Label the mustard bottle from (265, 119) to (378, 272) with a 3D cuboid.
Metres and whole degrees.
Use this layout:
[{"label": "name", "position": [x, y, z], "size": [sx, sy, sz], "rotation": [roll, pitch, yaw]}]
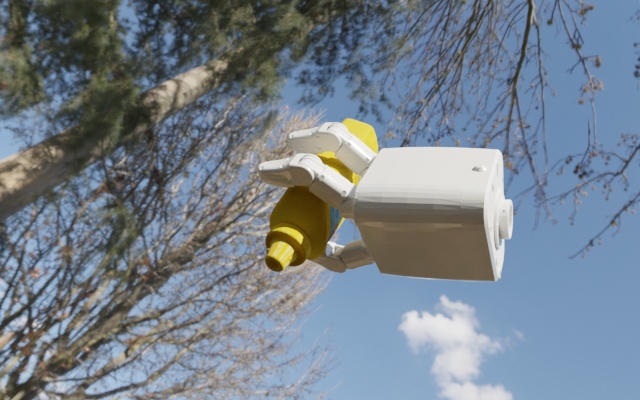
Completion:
[{"label": "mustard bottle", "position": [0.000, 0.001, 0.471], "size": [0.058, 0.096, 0.191], "rotation": [22, 42, 13]}]
